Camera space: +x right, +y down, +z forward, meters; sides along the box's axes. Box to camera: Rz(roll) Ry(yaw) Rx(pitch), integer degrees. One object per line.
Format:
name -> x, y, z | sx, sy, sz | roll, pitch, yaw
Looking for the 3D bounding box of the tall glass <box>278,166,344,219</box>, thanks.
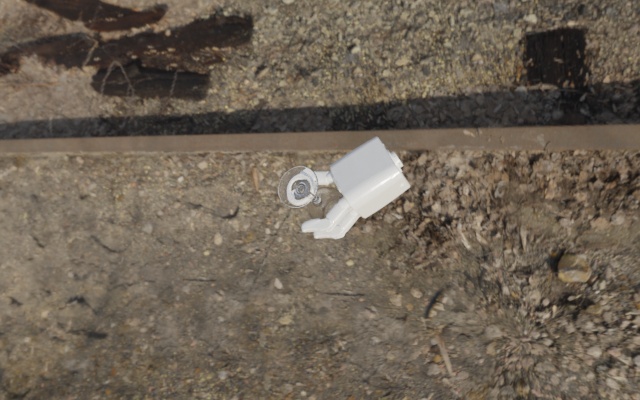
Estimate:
tall glass -> 0.000, 0.003, 0.887 | 0.079, 0.079, 0.201 | 0, -15, 23
